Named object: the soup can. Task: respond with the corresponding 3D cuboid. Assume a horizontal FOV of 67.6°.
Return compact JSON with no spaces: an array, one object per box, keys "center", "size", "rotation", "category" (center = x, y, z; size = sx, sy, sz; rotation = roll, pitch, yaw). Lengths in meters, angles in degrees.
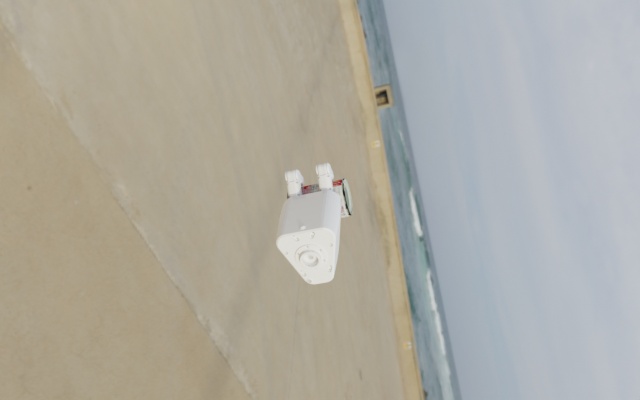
[{"center":[0.000,0.003,0.838],"size":[0.102,0.068,0.068],"rotation":[-11,-2,12],"category":"soup can"}]
